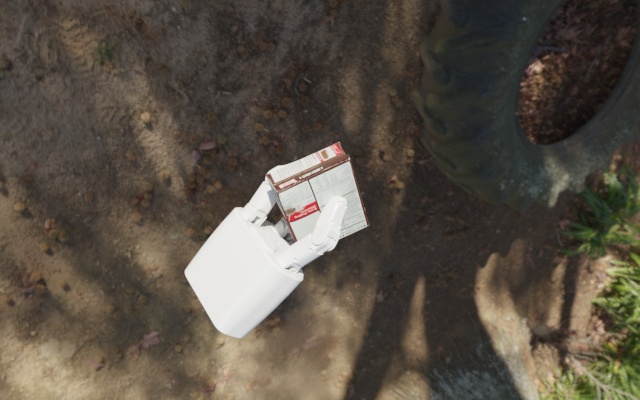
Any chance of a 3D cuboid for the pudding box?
[{"bbox_3d":[0.000,0.002,0.543,0.090,0.114,0.039,-25,44,-7],"label":"pudding box"}]
